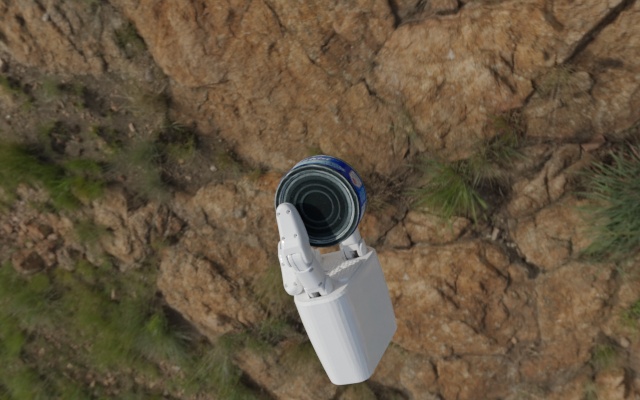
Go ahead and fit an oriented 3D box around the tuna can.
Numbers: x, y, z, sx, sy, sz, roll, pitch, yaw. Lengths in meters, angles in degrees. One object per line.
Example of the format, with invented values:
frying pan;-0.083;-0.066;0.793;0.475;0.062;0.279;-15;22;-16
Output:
tuna can;0.000;0.002;0.460;0.086;0.086;0.033;0;19;16
